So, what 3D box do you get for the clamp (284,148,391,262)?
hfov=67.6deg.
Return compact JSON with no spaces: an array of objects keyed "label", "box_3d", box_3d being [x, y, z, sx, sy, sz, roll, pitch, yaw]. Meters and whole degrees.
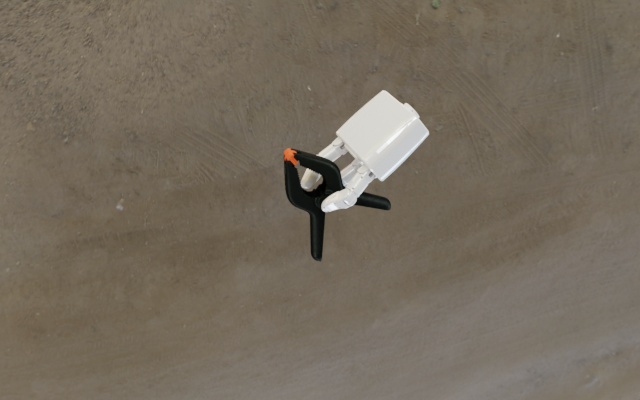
[{"label":"clamp","box_3d":[0.000,0.002,0.781,0.210,0.164,0.036,42,8,-32]}]
